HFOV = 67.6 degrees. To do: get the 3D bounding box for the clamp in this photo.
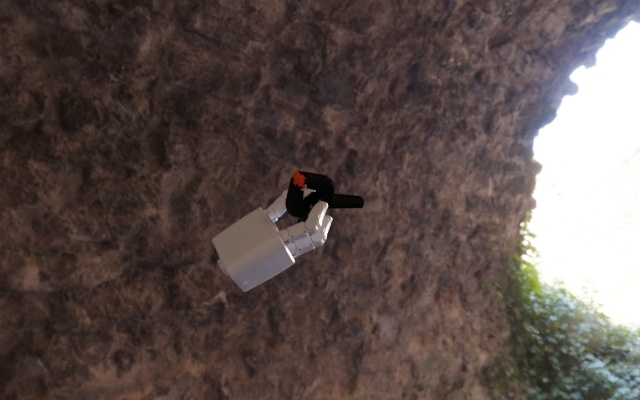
[{"bbox_3d":[-0.001,0.002,0.863,0.164,0.036,0.210,-32,-30,-7],"label":"clamp"}]
